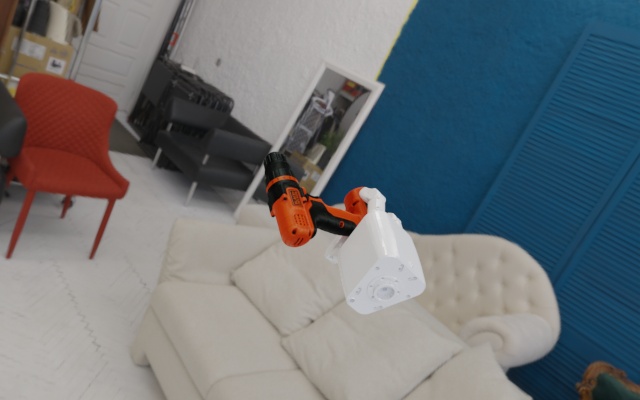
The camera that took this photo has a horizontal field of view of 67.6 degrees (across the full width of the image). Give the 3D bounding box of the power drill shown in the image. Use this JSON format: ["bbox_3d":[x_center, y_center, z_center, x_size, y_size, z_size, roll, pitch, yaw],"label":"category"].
[{"bbox_3d":[0.001,0.003,0.784,0.187,0.184,0.057,9,-44,-31],"label":"power drill"}]
